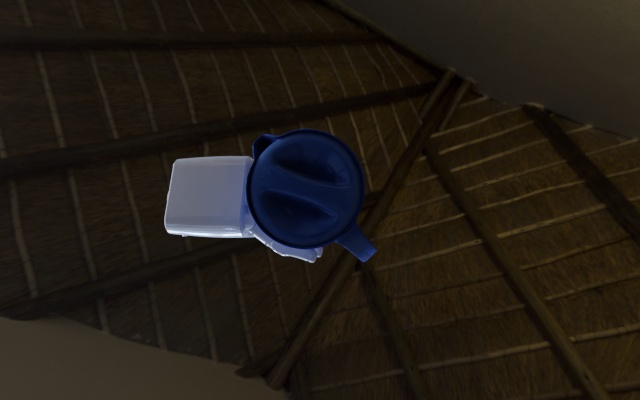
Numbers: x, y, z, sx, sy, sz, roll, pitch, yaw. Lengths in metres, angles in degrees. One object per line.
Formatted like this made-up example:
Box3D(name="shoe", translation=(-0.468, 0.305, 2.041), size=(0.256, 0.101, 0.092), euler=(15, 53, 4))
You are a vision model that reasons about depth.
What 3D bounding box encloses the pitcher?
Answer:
Box3D(name="pitcher", translation=(0.000, 0.002, 0.636), size=(0.145, 0.149, 0.243), euler=(-1, -4, 6))
